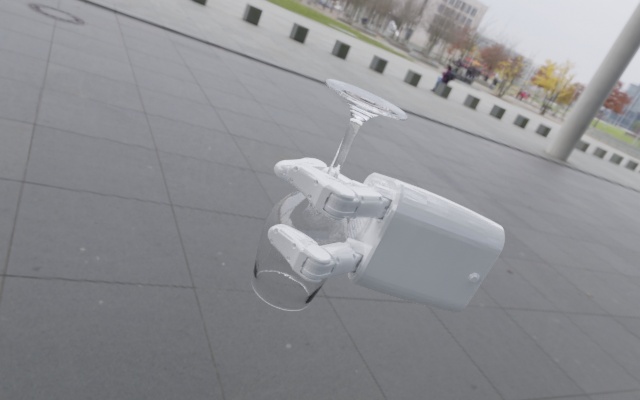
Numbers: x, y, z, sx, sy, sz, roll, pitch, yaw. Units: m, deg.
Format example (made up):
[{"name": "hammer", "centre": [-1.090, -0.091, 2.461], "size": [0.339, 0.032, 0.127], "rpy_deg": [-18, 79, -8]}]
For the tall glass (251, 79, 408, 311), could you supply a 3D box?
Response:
[{"name": "tall glass", "centre": [0.000, 0.001, 0.424], "size": [0.079, 0.201, 0.079], "rpy_deg": [21, 22, -9]}]
